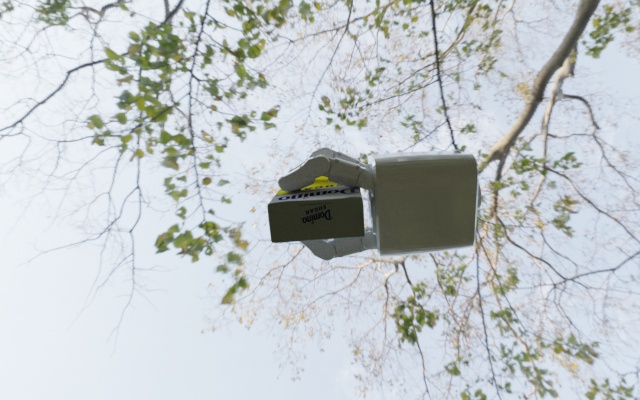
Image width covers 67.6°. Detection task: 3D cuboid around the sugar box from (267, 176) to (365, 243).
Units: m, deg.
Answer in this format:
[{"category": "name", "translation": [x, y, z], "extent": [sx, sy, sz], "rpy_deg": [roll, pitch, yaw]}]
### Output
[{"category": "sugar box", "translation": [0.000, 0.001, 0.534], "extent": [0.093, 0.048, 0.176], "rpy_deg": [-4, 8, 3]}]
